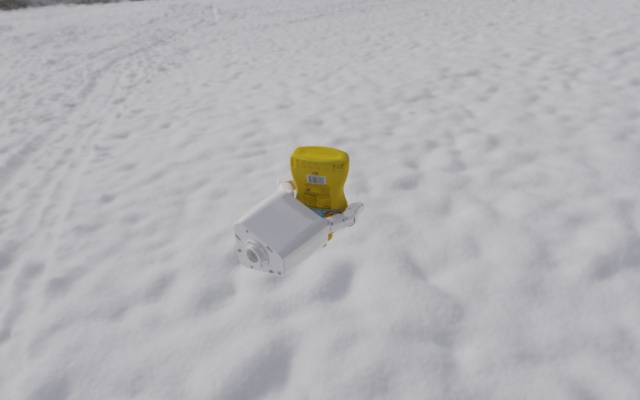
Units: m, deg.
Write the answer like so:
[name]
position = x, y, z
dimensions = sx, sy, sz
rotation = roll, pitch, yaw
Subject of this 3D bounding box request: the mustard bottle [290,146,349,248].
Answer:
[mustard bottle]
position = 0.000, 0.002, 0.825
dimensions = 0.096, 0.192, 0.058
rotation = 6, 34, 11
